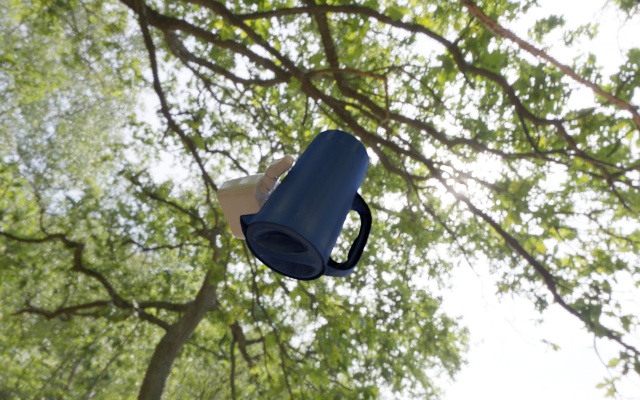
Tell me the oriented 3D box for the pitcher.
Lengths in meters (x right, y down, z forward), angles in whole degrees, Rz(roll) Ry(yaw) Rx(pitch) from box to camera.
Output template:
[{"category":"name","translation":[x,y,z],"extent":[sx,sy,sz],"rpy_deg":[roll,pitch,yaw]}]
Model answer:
[{"category":"pitcher","translation":[0.000,0.002,0.766],"extent":[0.145,0.149,0.242],"rpy_deg":[-7,40,39]}]
